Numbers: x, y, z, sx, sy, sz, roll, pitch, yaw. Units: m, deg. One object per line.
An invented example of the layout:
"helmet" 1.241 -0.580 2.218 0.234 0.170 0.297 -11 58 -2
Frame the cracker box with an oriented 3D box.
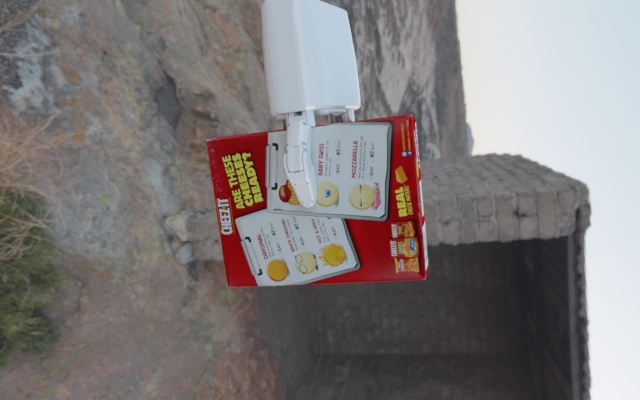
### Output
"cracker box" 0.000 0.002 0.510 0.214 0.164 0.072 -5 7 15
